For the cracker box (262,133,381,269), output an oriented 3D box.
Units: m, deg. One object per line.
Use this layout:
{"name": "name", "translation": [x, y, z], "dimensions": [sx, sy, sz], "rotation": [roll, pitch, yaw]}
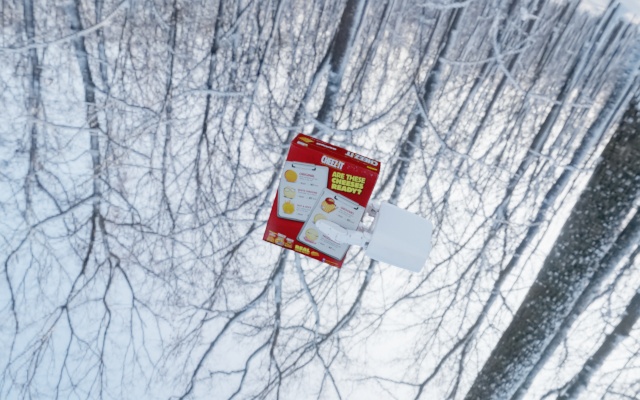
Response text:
{"name": "cracker box", "translation": [0.000, 0.003, 0.889], "dimensions": [0.164, 0.214, 0.072], "rotation": [20, 28, 1]}
